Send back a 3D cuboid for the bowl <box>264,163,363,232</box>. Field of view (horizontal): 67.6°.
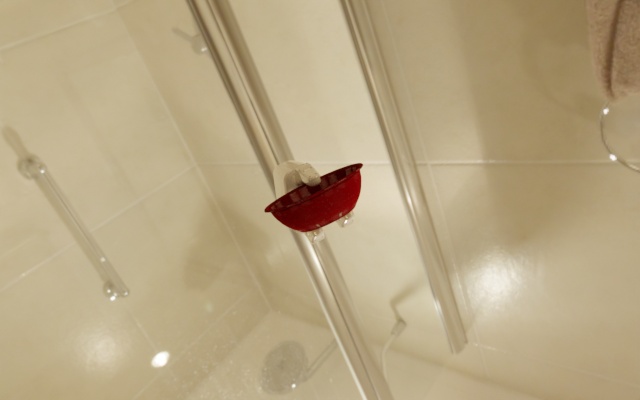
[{"bbox_3d":[0.000,0.003,0.710,0.162,0.055,0.162,-25,8,4],"label":"bowl"}]
